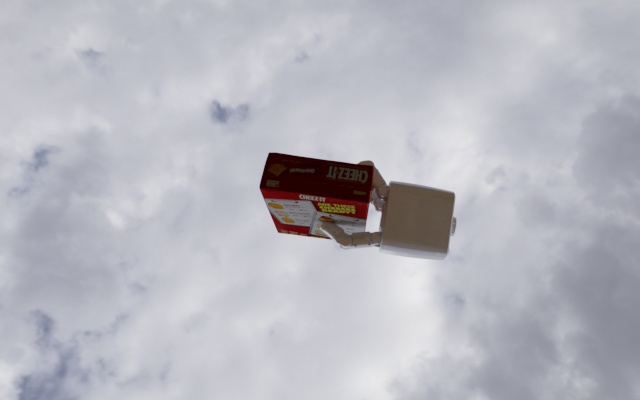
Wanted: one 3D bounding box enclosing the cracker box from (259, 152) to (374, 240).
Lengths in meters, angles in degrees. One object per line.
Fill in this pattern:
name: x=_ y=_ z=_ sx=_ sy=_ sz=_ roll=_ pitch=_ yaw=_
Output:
cracker box: x=0.000 y=0.003 z=0.795 sx=0.164 sy=0.072 sz=0.214 roll=7 pitch=-21 yaw=6
